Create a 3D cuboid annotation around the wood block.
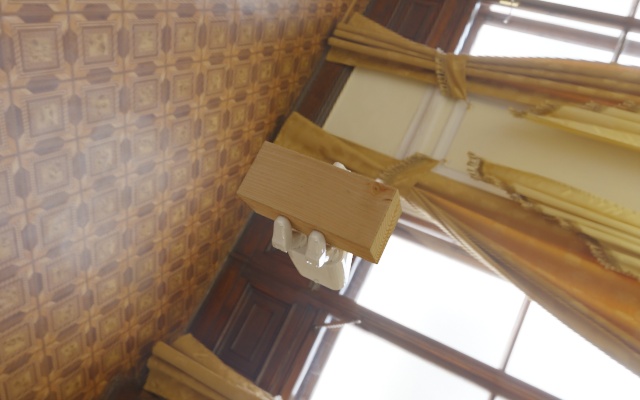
[{"bbox_3d":[0.000,0.002,0.676,0.206,0.091,0.090,22,-14,20],"label":"wood block"}]
